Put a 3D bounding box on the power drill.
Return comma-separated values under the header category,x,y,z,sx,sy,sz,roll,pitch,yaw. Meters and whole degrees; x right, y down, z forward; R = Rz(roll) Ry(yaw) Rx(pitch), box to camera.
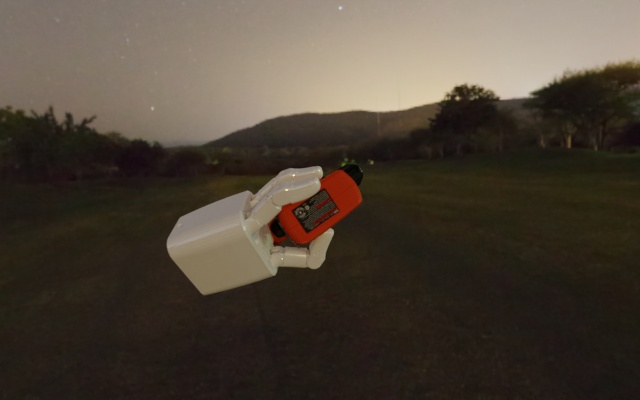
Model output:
category,x,y,z,sx,sy,sz,roll,pitch,yaw
power drill,0.000,0.002,0.675,0.184,0.057,0.187,-37,3,-8
